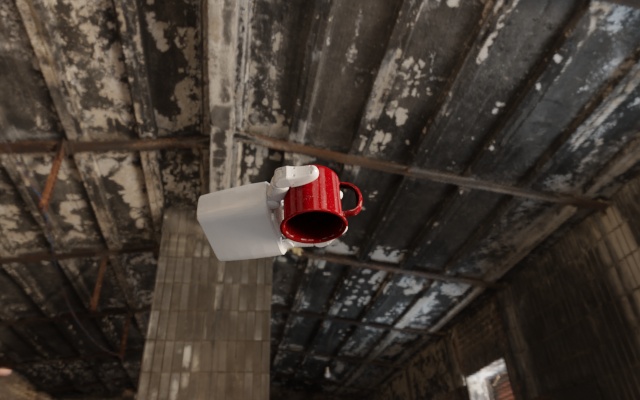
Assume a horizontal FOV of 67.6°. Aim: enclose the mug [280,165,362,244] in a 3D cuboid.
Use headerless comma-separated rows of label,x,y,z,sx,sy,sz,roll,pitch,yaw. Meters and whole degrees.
mug,0.001,0.002,0.675,0.117,0.081,0.093,-9,-34,7
